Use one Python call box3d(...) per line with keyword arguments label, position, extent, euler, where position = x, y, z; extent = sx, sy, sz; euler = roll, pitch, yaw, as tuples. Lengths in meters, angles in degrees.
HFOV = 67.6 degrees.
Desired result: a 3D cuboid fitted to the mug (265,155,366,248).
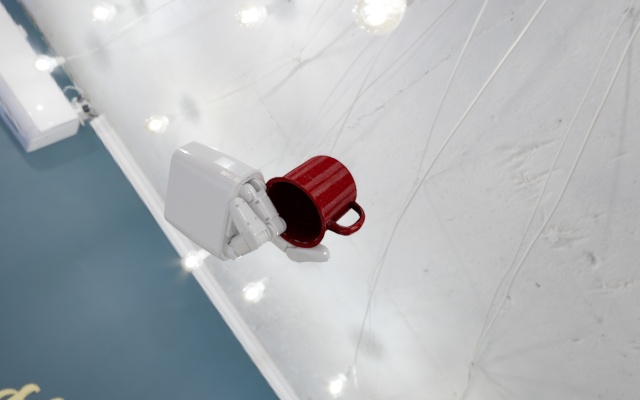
box3d(label="mug", position=(0.001, 0.002, 0.565), extent=(0.117, 0.093, 0.081), euler=(27, 43, 24))
